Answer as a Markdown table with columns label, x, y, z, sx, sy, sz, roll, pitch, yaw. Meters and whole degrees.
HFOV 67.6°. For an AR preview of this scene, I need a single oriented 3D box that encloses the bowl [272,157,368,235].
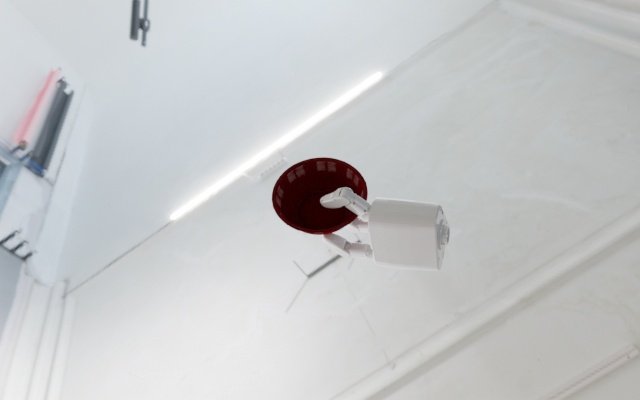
| label | x | y | z | sx | sy | sz | roll | pitch | yaw |
| --- | --- | --- | --- | --- | --- | --- | --- | --- | --- |
| bowl | -0.001 | 0.002 | 0.818 | 0.162 | 0.162 | 0.055 | 0 | -37 | 5 |
